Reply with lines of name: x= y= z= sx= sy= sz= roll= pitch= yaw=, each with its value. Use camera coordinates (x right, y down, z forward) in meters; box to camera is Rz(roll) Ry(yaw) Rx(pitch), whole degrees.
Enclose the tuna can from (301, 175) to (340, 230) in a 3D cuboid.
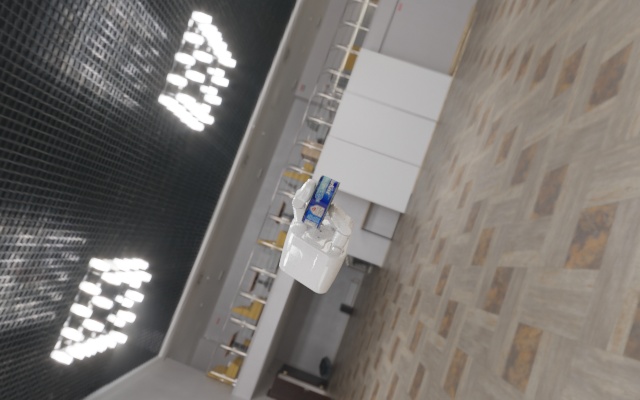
tuna can: x=0.000 y=0.002 z=0.782 sx=0.034 sy=0.086 sz=0.086 roll=24 pitch=0 yaw=0
